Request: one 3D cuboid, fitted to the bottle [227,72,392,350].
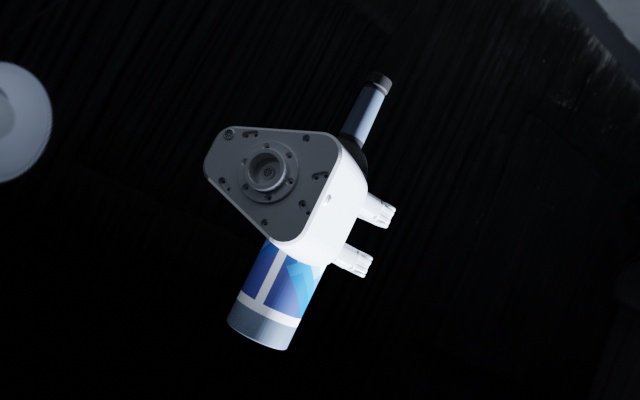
[{"bbox_3d":[0.000,0.002,0.491,0.069,0.295,0.069,26,-7,3],"label":"bottle"}]
